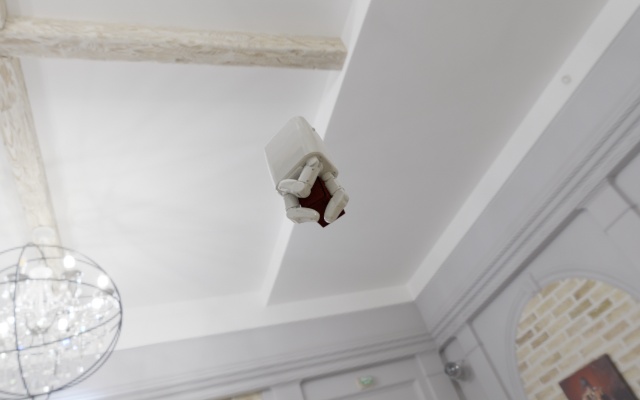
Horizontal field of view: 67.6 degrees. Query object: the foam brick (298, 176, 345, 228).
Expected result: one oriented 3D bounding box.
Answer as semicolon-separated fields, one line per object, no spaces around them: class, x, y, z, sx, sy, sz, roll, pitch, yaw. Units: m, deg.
foam brick;0.000;0.003;0.858;0.053;0.051;0.078;-32;-38;12
